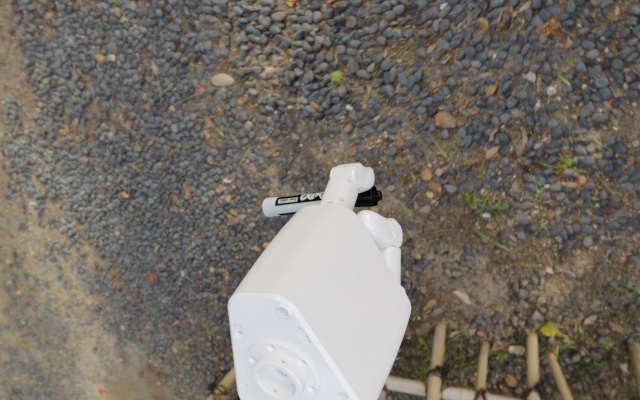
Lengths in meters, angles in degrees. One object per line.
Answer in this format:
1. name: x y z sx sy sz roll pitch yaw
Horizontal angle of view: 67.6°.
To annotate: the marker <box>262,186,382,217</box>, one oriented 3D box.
1. marker: 0.000 0.001 0.451 0.121 0.020 0.020 -6 -3 27
